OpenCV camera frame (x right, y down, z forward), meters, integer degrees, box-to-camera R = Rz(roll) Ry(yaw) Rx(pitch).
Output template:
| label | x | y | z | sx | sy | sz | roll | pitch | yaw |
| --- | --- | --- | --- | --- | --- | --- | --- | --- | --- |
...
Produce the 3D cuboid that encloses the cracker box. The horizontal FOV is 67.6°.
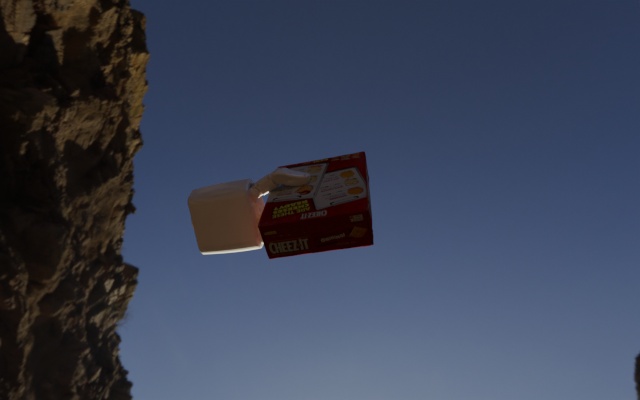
| label | x | y | z | sx | sy | sz | roll | pitch | yaw |
| --- | --- | --- | --- | --- | --- | --- | --- | --- | --- |
| cracker box | 0.000 | 0.002 | 0.784 | 0.164 | 0.072 | 0.213 | -9 | 28 | 9 |
